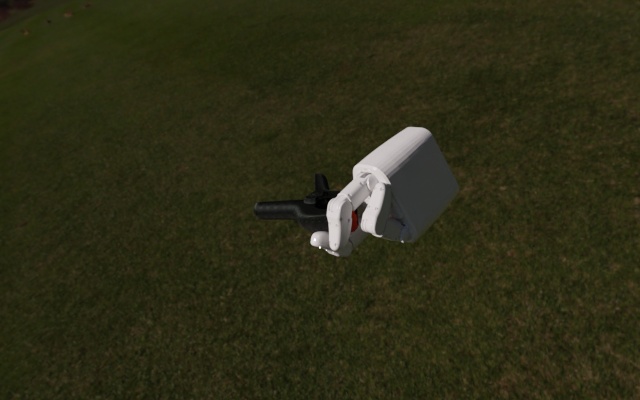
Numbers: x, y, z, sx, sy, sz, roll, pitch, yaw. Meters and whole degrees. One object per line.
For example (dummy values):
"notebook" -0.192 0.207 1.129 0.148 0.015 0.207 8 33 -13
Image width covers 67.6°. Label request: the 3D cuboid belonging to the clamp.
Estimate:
"clamp" 0.000 0.002 0.639 0.120 0.039 0.171 -39 33 -29
